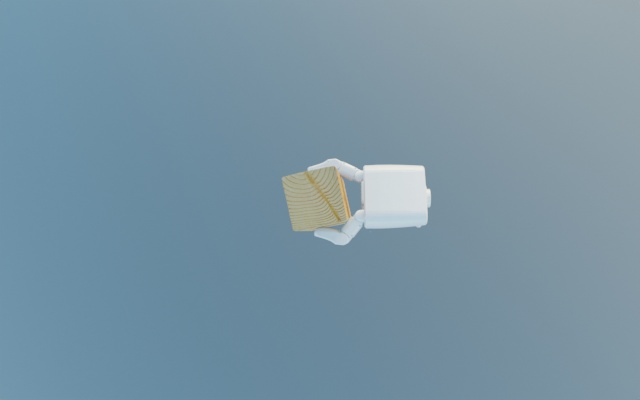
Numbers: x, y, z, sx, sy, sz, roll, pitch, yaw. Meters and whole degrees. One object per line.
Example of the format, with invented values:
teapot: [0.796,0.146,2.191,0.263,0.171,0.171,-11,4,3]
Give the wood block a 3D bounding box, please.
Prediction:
wood block: [0.000,0.002,0.850,0.090,0.091,0.206,-12,-5,5]
